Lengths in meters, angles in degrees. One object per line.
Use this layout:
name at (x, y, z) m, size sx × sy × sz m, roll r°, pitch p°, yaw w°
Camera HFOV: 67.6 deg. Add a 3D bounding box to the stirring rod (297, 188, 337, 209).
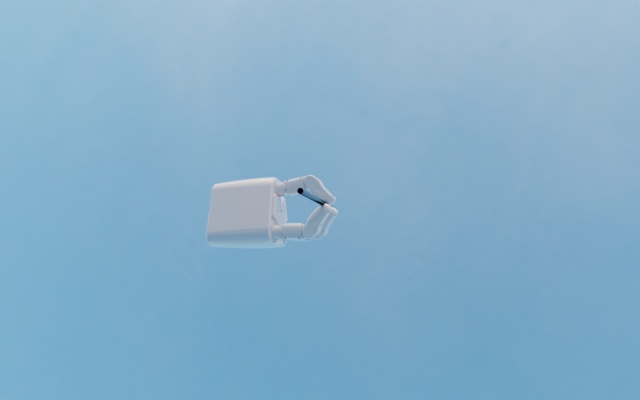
stirring rod at (0.000, 0.002, 0.702) m, size 0.011 × 0.011 × 0.239 m, roll 0°, pitch -7°, yaw 12°
